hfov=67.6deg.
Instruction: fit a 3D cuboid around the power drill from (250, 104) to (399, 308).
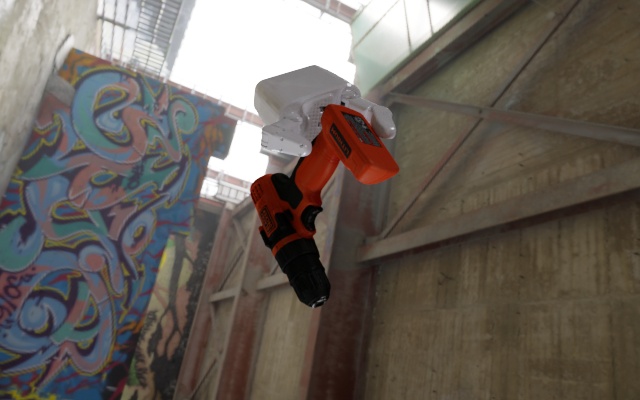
[{"bbox_3d":[0.000,0.001,0.538,0.057,0.184,0.188,5,-44,-46],"label":"power drill"}]
